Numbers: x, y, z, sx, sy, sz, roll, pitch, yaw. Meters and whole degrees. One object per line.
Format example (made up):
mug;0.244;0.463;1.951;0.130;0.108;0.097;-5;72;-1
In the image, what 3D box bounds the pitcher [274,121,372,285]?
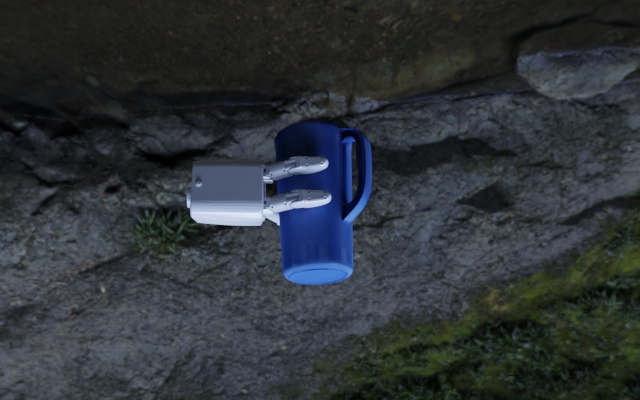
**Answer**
pitcher;0.000;0.003;0.763;0.145;0.242;0.149;2;-24;-10
